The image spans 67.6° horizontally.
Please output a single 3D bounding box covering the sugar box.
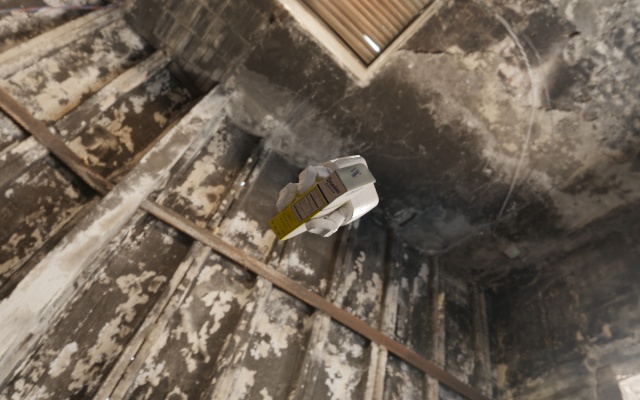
[{"bbox_3d":[0.000,0.002,0.805,0.176,0.048,0.093,-39,-12,35],"label":"sugar box"}]
